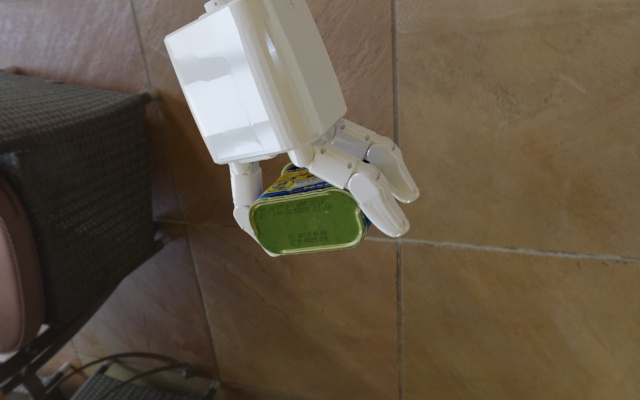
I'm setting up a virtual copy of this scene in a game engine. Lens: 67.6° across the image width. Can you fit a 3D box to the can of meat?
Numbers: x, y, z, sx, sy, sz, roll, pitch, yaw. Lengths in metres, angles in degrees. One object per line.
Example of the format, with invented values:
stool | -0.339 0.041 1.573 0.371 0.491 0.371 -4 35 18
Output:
can of meat | 0.000 0.002 0.406 0.102 0.057 0.084 -9 21 23
